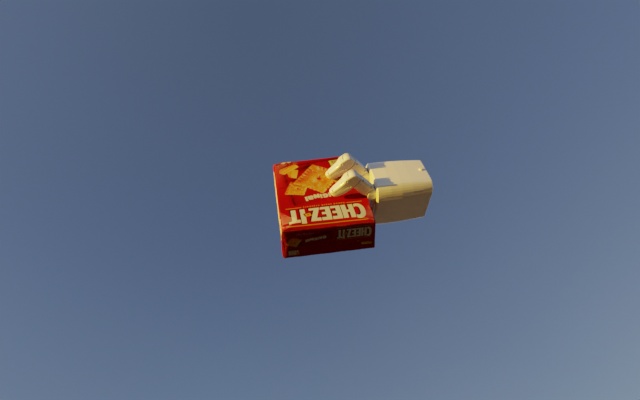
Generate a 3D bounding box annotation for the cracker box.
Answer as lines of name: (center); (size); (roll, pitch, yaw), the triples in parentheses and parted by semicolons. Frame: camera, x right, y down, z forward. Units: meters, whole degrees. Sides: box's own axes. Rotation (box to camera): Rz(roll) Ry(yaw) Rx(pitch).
cracker box: (0.000, 0.003, 0.894); (0.164, 0.072, 0.213); (-7, 37, -5)
